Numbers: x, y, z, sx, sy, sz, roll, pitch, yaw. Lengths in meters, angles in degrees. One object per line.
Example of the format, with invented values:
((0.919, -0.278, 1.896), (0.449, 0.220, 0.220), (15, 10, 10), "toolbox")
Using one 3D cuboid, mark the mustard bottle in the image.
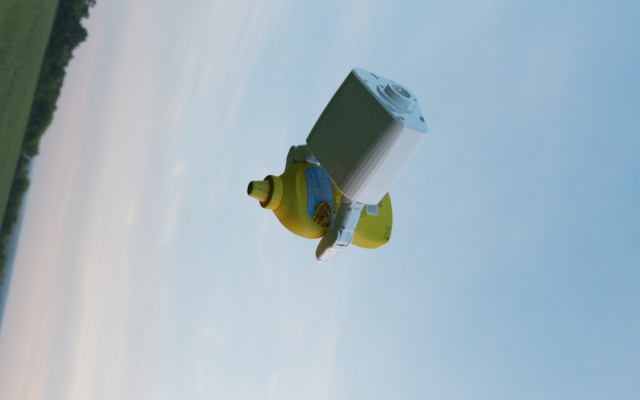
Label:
((0.000, 0.002, 0.594), (0.191, 0.096, 0.058), (12, -27, -31), "mustard bottle")
